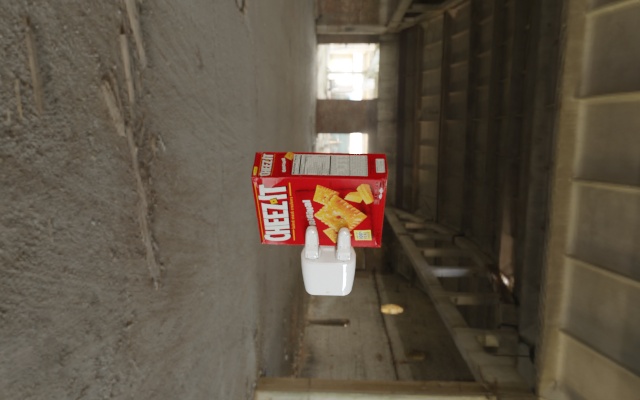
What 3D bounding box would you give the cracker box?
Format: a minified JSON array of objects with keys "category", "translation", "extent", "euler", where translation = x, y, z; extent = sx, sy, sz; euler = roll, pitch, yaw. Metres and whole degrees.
[{"category":"cracker box","translation":[0.000,0.003,0.804],"extent":[0.214,0.164,0.072],"euler":[1,44,2]}]
